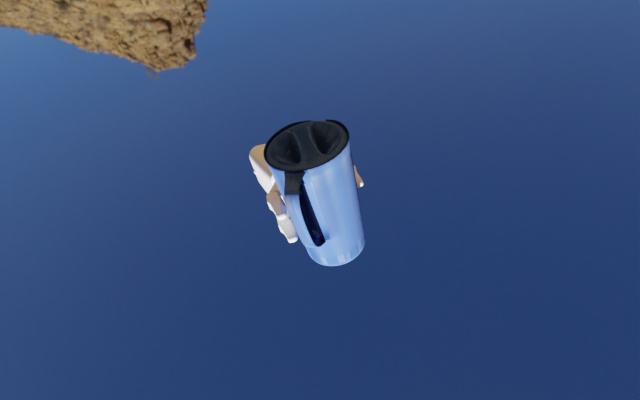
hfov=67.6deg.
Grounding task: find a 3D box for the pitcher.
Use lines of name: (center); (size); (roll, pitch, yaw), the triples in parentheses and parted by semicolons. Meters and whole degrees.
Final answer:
pitcher: (0.000, 0.002, 0.786); (0.149, 0.243, 0.145); (-32, 43, -16)
